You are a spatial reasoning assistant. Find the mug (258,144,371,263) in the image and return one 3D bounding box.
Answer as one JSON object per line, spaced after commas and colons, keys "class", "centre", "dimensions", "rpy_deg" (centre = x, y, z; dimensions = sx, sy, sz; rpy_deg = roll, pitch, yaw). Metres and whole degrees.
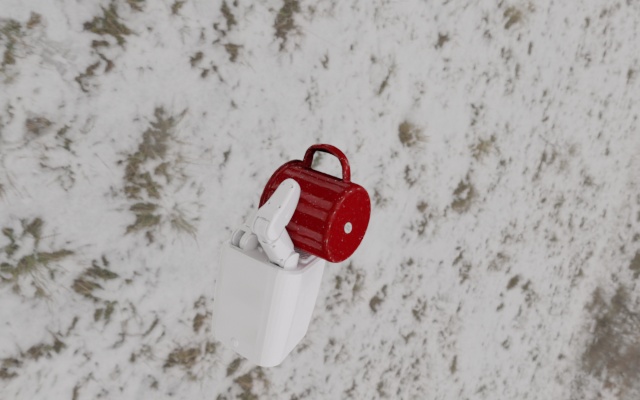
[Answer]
{"class": "mug", "centre": [0.001, 0.000, 0.480], "dimensions": [0.081, 0.117, 0.093], "rpy_deg": [20, 15, 32]}
